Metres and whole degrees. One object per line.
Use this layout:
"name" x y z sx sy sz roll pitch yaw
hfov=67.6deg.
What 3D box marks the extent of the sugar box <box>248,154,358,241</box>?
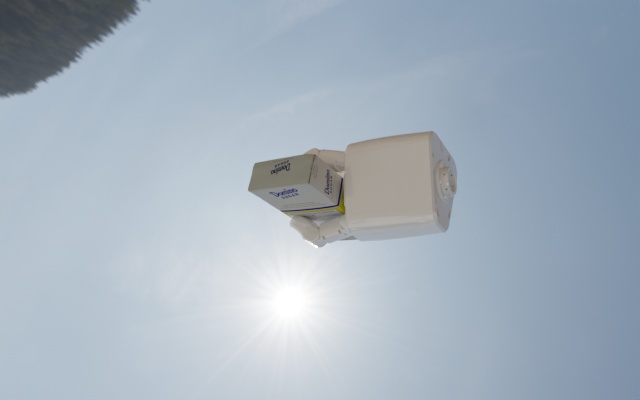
"sugar box" 0.000 0.002 0.612 0.093 0.048 0.176 -6 -29 33
